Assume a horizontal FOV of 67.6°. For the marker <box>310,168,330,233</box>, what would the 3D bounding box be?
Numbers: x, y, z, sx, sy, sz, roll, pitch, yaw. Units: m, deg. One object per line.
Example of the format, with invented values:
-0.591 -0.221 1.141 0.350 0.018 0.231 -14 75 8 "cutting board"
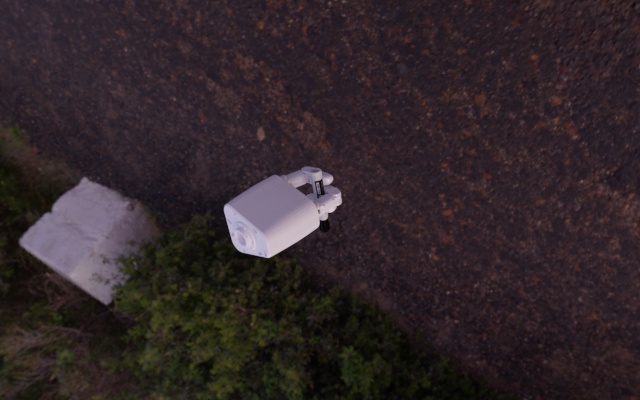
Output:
0.000 0.003 0.804 0.020 0.121 0.020 -7 30 4 "marker"
